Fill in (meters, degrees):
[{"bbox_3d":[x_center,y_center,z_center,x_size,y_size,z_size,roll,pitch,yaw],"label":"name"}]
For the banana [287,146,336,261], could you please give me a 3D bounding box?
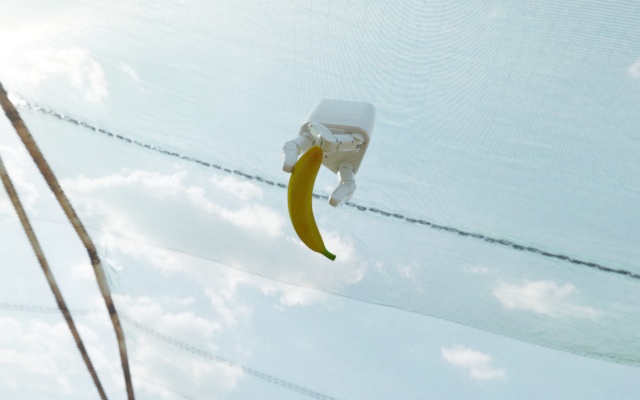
[{"bbox_3d":[-0.017,0.005,0.712,0.069,0.198,0.037,1,35,16],"label":"banana"}]
